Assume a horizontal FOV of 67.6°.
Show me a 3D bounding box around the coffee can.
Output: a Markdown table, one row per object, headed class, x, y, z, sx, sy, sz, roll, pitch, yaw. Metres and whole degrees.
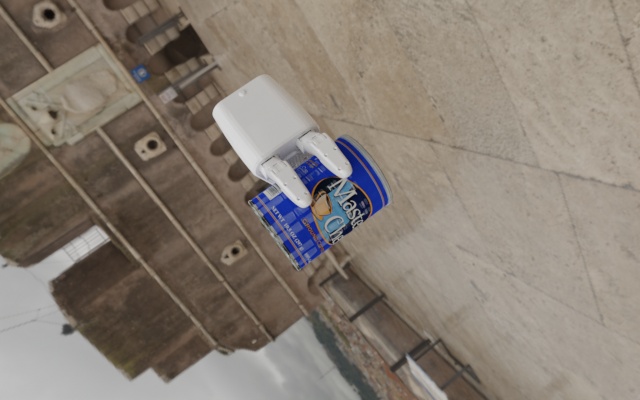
| class | x | y | z | sx | sy | sz | roll | pitch | yaw |
| --- | --- | --- | --- | --- | --- | --- | --- | --- | --- |
| coffee can | 0.000 | 0.002 | 0.573 | 0.140 | 0.103 | 0.103 | -36 | 6 | -9 |
